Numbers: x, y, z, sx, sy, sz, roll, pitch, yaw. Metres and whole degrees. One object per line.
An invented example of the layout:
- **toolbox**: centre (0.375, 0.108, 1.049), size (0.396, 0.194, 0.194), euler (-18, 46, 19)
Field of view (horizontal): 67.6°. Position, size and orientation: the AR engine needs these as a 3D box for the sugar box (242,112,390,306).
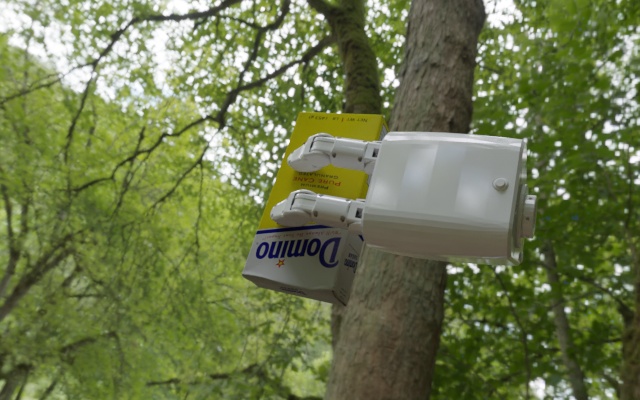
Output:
- **sugar box**: centre (0.000, 0.001, 0.448), size (0.093, 0.176, 0.048), euler (6, -26, 26)
